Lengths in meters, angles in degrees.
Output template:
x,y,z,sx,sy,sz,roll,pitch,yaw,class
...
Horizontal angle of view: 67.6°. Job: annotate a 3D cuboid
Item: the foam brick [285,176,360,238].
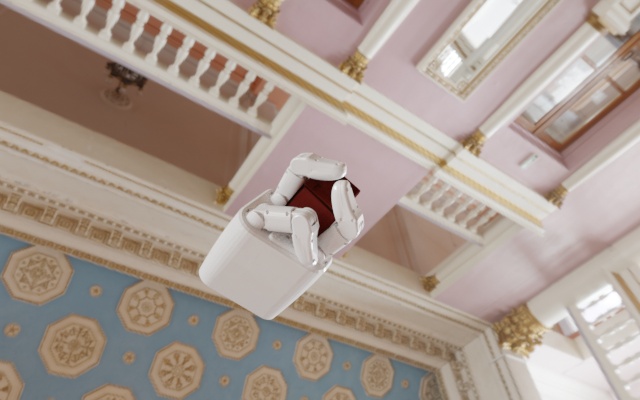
x,y,z,sx,sy,sz,roll,pitch,yaw,class
0.000,0.002,0.536,0.051,0.053,0.078,-49,-3,31,foam brick
